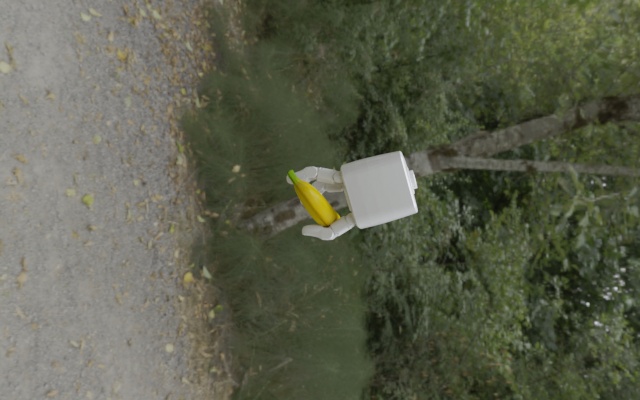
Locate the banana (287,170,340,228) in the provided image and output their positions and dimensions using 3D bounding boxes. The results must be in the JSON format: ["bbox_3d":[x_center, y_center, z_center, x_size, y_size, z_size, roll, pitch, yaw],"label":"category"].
[{"bbox_3d":[0.004,0.016,0.851,0.037,0.069,0.198,-26,-36,9],"label":"banana"}]
